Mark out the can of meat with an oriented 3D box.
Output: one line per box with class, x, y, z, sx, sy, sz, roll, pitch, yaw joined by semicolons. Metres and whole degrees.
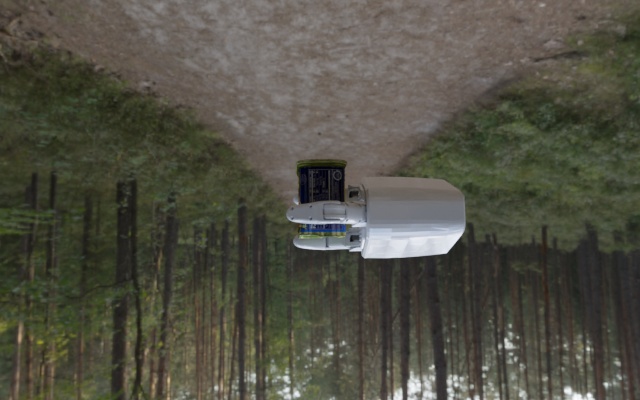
can of meat;0.000;0.002;0.557;0.057;0.084;0.102;-1;-5;-3
